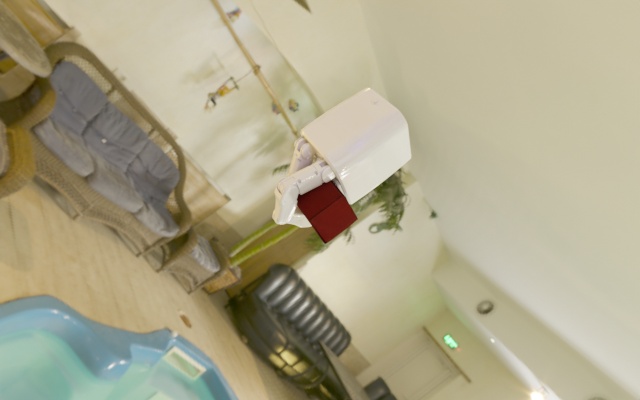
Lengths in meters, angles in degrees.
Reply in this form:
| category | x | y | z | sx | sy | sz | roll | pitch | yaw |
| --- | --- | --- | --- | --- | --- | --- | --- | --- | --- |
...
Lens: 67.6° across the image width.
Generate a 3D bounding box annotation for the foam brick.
| category | x | y | z | sx | sy | sz | roll | pitch | yaw |
| --- | --- | --- | --- | --- | --- | --- | --- | --- | --- |
| foam brick | 0.000 | 0.002 | 0.585 | 0.051 | 0.053 | 0.078 | -35 | 46 | -3 |
